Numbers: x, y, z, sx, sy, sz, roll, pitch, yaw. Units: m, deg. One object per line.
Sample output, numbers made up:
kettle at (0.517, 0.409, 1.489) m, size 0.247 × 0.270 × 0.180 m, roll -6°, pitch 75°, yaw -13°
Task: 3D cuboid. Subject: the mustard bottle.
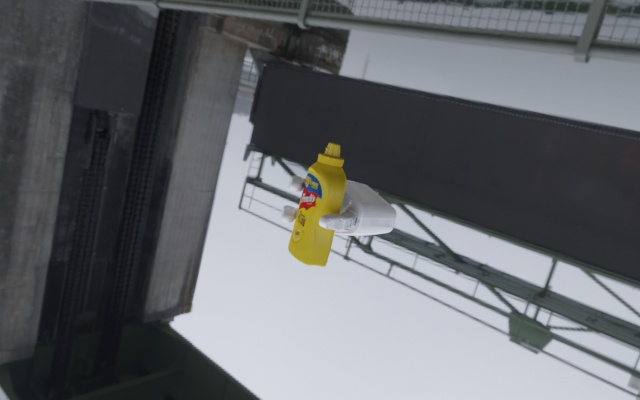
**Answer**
mustard bottle at (0.000, 0.003, 0.765) m, size 0.058 × 0.191 × 0.096 m, roll 10°, pitch 11°, yaw -23°
